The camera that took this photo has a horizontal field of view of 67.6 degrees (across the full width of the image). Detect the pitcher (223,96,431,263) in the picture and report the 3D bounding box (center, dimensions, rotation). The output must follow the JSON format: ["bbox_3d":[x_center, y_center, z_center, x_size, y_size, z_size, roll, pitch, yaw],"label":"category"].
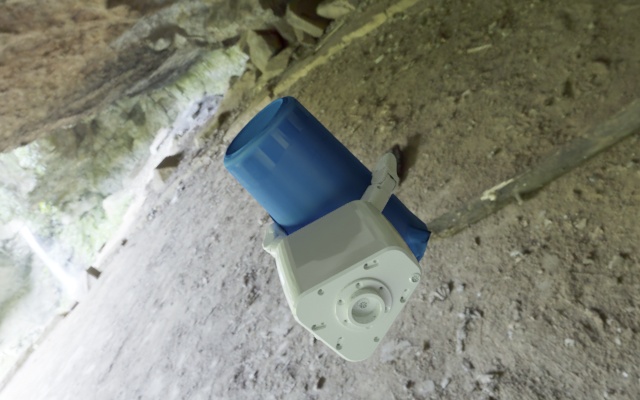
[{"bbox_3d":[0.000,0.002,0.569,0.243,0.149,0.145,45,8,-22],"label":"pitcher"}]
